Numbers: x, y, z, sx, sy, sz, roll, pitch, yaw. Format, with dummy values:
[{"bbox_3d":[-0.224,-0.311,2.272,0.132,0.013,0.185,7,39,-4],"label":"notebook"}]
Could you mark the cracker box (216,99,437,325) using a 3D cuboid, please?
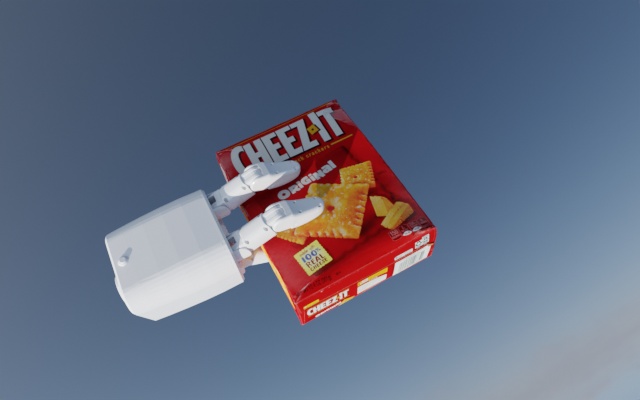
[{"bbox_3d":[0.000,0.002,0.534,0.164,0.213,0.072,-26,-31,-12],"label":"cracker box"}]
